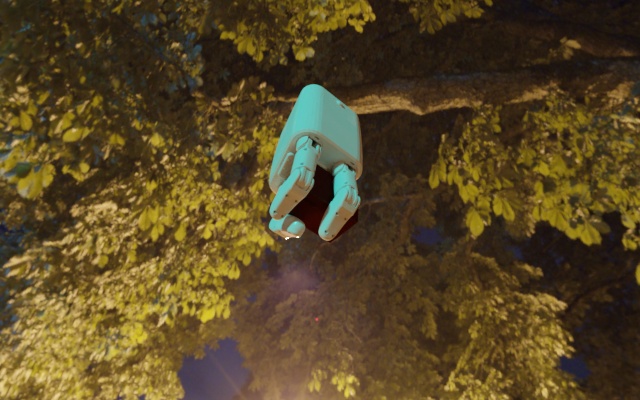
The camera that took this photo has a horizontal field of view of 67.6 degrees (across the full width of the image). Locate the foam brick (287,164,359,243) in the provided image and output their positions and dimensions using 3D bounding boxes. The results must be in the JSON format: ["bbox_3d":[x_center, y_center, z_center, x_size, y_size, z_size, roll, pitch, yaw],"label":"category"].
[{"bbox_3d":[0.000,0.002,0.559,0.078,0.051,0.053,33,-51,-25],"label":"foam brick"}]
